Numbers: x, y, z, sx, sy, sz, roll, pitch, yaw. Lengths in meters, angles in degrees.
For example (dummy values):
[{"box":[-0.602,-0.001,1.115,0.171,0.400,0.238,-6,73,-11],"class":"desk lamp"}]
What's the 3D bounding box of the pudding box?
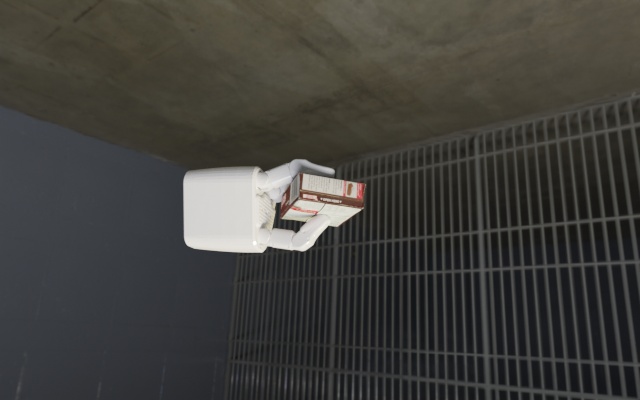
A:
[{"box":[0.000,0.002,0.647,0.090,0.039,0.113,8,-16,-14],"class":"pudding box"}]
